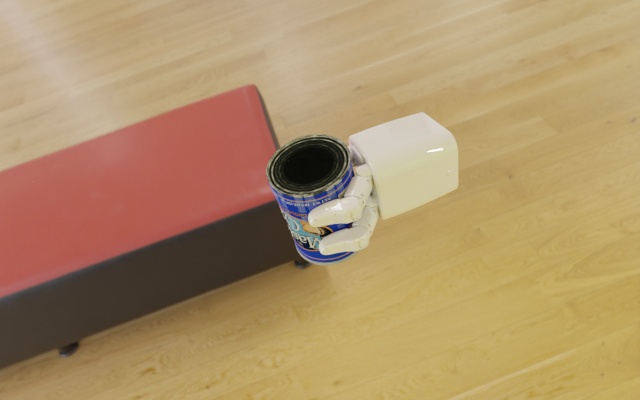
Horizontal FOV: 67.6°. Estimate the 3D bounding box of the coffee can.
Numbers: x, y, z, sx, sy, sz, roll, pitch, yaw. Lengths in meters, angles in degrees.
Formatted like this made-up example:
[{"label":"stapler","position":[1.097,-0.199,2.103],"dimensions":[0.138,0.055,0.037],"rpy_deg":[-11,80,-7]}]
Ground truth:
[{"label":"coffee can","position":[0.000,0.002,0.609],"dimensions":[0.103,0.102,0.140],"rpy_deg":[0,-41,16]}]
